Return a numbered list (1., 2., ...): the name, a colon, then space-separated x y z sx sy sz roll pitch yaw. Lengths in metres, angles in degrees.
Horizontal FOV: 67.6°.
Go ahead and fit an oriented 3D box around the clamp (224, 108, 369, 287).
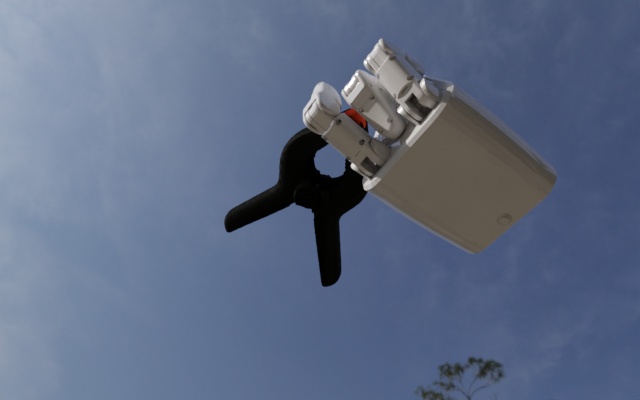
1. clamp: 0.000 0.001 0.416 0.120 0.171 0.039 34 34 -10
